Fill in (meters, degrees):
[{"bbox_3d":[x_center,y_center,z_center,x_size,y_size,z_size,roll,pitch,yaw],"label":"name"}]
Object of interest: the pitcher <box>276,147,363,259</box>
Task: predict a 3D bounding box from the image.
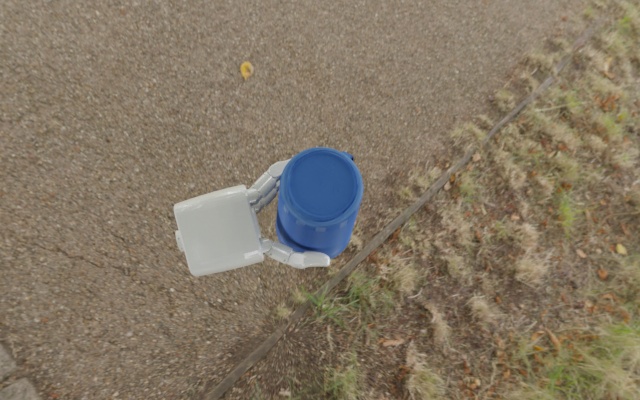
[{"bbox_3d":[0.000,0.002,0.718,0.145,0.149,0.243,-13,-14,-7],"label":"pitcher"}]
